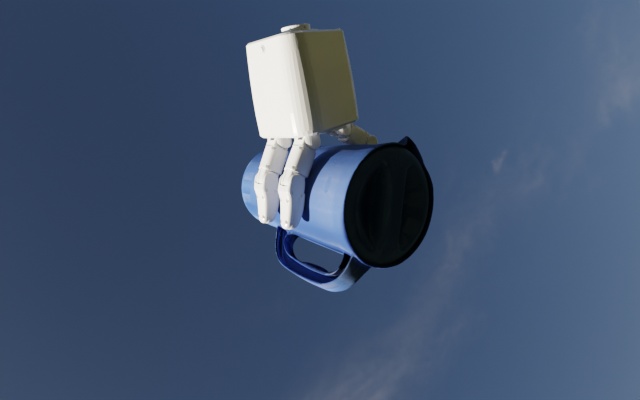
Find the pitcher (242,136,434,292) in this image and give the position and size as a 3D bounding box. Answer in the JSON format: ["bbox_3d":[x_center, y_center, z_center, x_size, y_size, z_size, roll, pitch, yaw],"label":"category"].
[{"bbox_3d":[0.000,0.002,0.583,0.149,0.145,0.243,-21,19,-34],"label":"pitcher"}]
